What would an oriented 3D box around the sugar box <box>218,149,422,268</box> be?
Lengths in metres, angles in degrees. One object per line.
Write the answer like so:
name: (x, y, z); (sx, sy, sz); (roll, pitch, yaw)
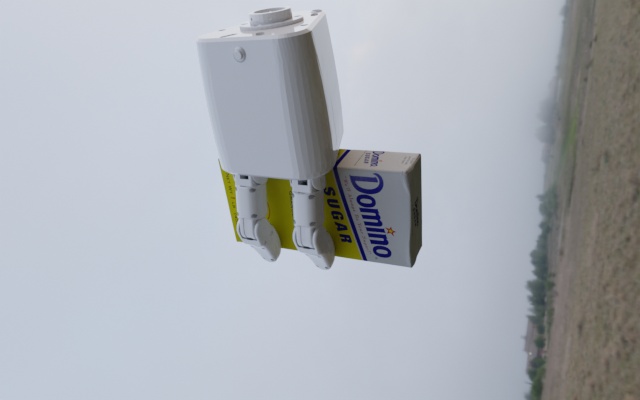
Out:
sugar box: (0.000, 0.002, 0.428); (0.176, 0.093, 0.048); (7, 31, 25)
